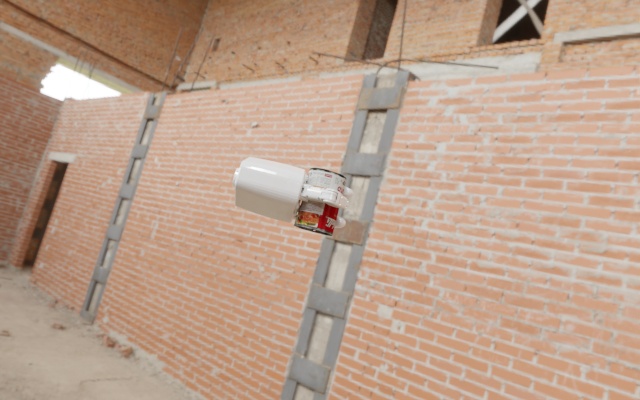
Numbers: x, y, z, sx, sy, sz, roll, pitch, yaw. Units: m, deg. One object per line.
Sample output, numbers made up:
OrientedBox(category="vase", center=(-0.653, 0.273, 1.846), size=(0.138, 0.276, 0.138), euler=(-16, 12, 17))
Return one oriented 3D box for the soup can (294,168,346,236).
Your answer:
OrientedBox(category="soup can", center=(0.001, 0.002, 0.812), size=(0.068, 0.102, 0.068), euler=(14, -8, 2))
